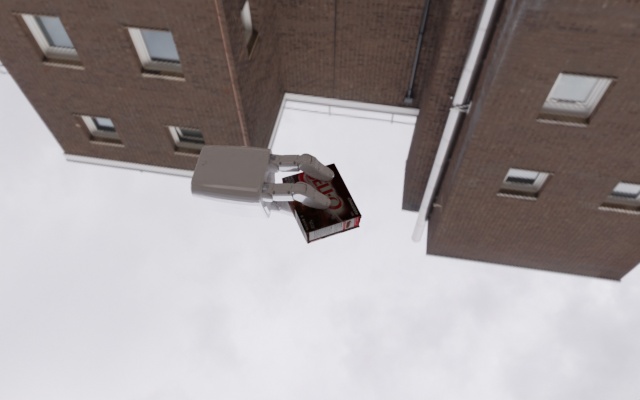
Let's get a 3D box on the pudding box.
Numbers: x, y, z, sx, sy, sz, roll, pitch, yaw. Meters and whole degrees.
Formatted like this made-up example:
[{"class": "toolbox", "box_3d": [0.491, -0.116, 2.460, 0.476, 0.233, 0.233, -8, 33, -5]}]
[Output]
[{"class": "pudding box", "box_3d": [0.000, 0.003, 0.734, 0.090, 0.113, 0.039, -18, -32, -12]}]
